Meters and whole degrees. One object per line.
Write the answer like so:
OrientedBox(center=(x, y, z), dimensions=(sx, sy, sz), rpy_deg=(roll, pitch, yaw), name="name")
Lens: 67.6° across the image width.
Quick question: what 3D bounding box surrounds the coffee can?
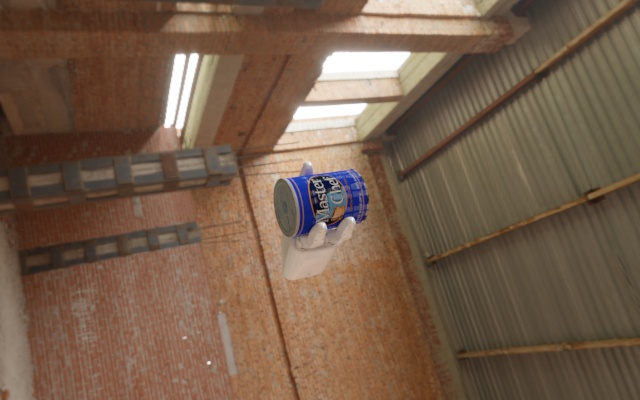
OrientedBox(center=(0.000, 0.003, 0.844), dimensions=(0.140, 0.103, 0.103), rpy_deg=(-9, 4, -25), name="coffee can")
